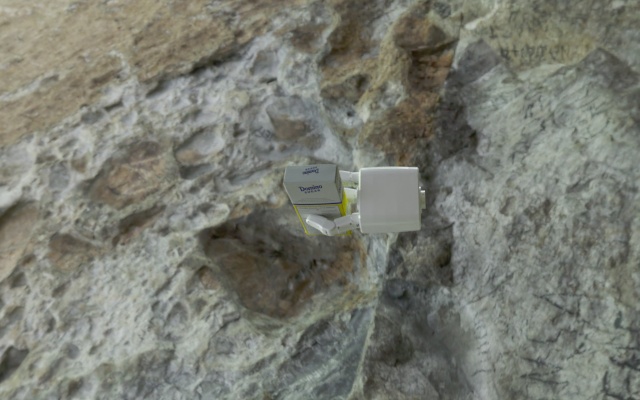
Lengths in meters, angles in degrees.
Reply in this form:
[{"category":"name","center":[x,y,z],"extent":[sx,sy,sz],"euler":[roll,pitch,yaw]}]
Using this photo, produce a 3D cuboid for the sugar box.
[{"category":"sugar box","center":[0.000,0.002,0.871],"extent":[0.093,0.048,0.176],"euler":[-1,-36,12]}]
